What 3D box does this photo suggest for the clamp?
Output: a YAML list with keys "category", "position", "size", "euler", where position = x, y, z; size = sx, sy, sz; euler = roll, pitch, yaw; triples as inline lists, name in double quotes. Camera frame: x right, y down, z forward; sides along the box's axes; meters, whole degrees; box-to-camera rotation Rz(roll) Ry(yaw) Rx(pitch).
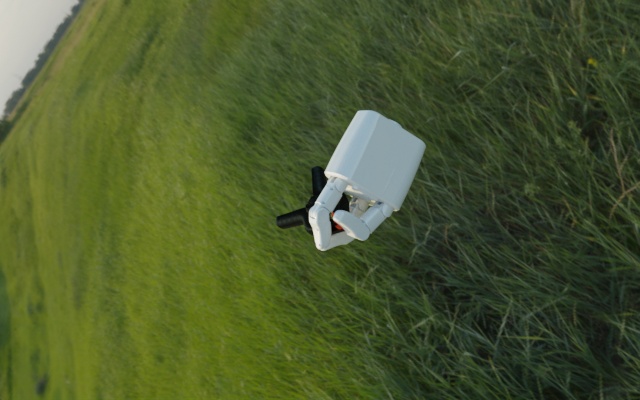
- category: "clamp"
  position: [0.000, 0.002, 0.734]
  size: [0.039, 0.120, 0.171]
  euler: [31, -9, -33]
